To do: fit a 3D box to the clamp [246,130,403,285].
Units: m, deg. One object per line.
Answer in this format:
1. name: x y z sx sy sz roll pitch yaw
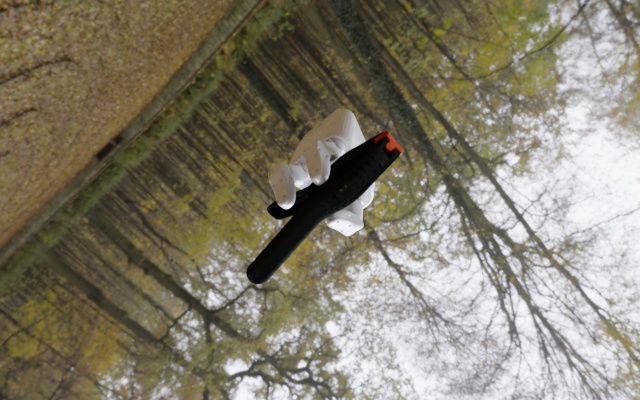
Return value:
1. clamp: 0.001 0.002 0.537 0.210 0.036 0.164 -35 20 25
